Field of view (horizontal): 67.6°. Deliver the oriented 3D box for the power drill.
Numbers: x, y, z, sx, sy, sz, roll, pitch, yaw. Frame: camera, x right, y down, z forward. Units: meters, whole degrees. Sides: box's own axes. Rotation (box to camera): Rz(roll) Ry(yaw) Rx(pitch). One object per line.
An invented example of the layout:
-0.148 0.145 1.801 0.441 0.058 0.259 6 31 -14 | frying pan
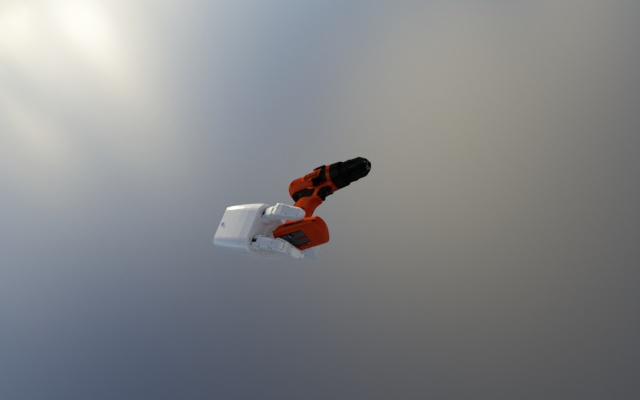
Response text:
0.000 0.003 0.880 0.184 0.057 0.187 -21 30 33 | power drill
